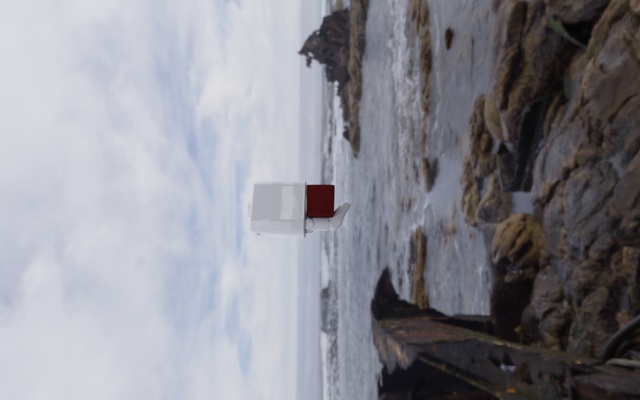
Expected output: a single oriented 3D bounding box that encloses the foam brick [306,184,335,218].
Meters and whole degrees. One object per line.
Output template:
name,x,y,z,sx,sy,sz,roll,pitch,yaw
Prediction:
foam brick,0.000,0.003,0.892,0.051,0.053,0.078,2,-10,0
